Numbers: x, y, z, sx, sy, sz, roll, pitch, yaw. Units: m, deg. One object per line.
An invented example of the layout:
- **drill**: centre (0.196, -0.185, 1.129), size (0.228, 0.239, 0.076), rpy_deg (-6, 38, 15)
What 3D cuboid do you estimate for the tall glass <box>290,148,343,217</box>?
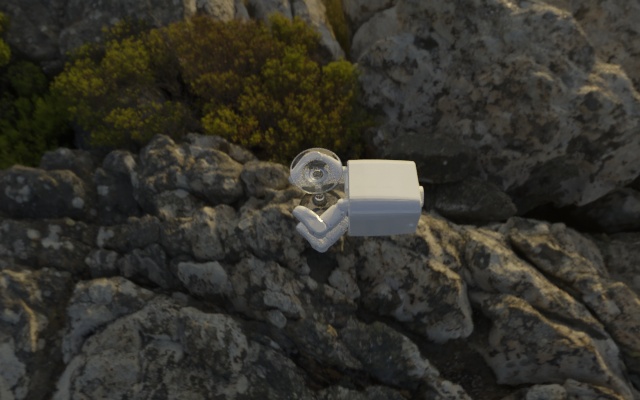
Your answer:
- **tall glass**: centre (0.000, 0.002, 0.754), size (0.079, 0.079, 0.201), rpy_deg (0, -27, 3)
